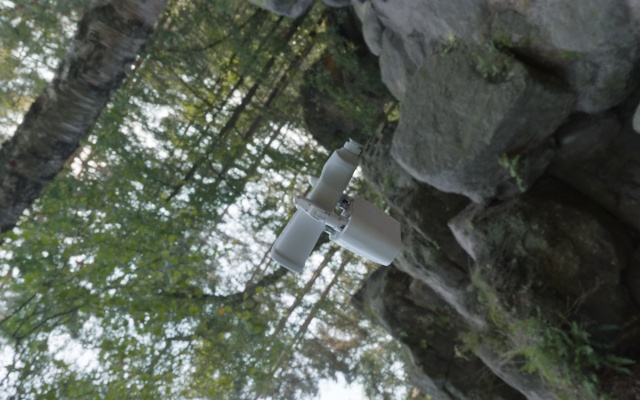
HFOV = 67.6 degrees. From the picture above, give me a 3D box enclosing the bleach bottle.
[{"bbox_3d":[0.000,0.003,0.868,0.068,0.251,0.102,30,10,-6],"label":"bleach bottle"}]
